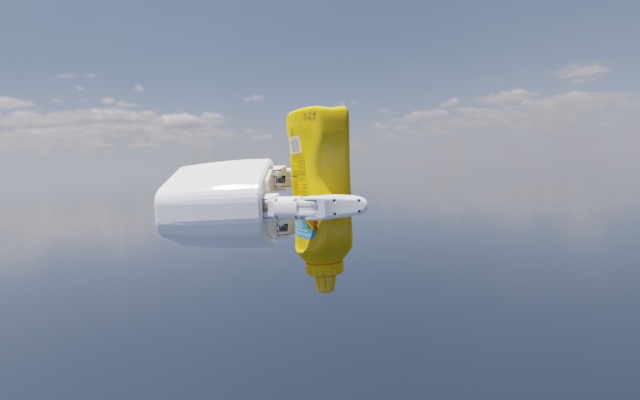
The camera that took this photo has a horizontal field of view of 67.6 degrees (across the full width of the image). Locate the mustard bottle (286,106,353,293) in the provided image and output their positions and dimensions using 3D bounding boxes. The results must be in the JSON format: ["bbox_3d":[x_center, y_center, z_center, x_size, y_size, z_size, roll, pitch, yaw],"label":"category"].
[{"bbox_3d":[0.000,0.001,0.502,0.058,0.191,0.096,-4,5,-22],"label":"mustard bottle"}]
